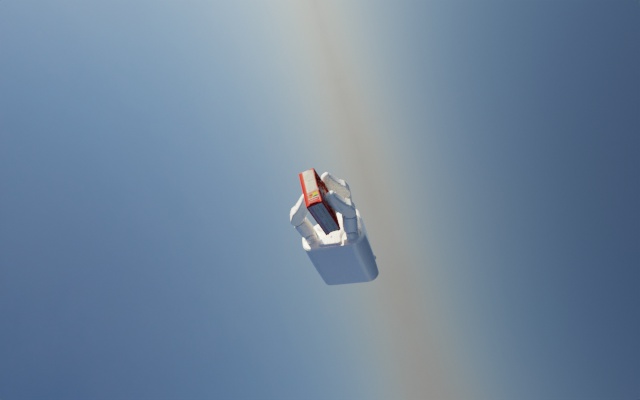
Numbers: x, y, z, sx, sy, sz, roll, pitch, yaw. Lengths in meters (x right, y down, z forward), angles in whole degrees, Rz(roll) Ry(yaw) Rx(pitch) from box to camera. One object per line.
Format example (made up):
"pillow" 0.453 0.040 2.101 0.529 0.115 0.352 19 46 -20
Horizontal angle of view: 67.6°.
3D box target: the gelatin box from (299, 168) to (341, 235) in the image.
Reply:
"gelatin box" 0.000 0.003 0.774 0.030 0.073 0.089 -22 -41 11
